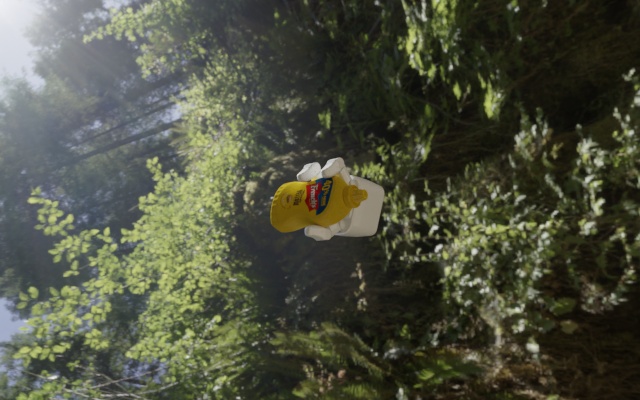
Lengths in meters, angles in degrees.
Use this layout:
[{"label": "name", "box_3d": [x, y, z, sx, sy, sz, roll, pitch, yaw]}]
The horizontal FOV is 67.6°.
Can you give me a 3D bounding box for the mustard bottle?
[{"label": "mustard bottle", "box_3d": [0.000, 0.003, 0.866, 0.191, 0.096, 0.058, -9, -37, 35]}]
